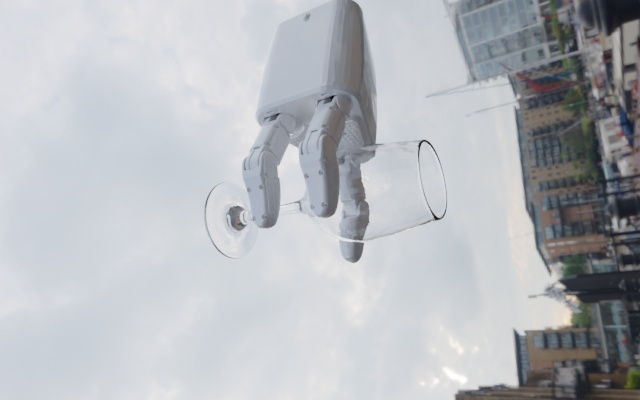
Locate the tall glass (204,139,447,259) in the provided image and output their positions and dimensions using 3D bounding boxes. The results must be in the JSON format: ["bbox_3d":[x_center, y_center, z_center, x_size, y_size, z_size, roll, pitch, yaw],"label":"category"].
[{"bbox_3d":[-0.001,0.002,0.406,0.201,0.079,0.079,-11,-6,30],"label":"tall glass"}]
